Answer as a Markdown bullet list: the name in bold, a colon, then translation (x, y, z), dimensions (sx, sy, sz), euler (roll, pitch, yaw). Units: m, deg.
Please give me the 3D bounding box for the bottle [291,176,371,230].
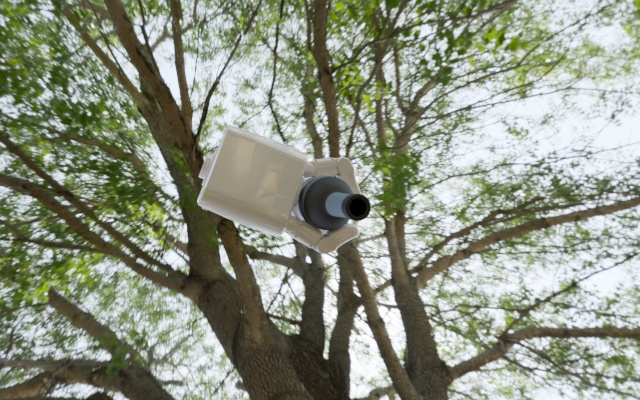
- **bottle**: translation (0.000, 0.002, 0.617), dimensions (0.069, 0.069, 0.295), euler (0, 2, -15)
